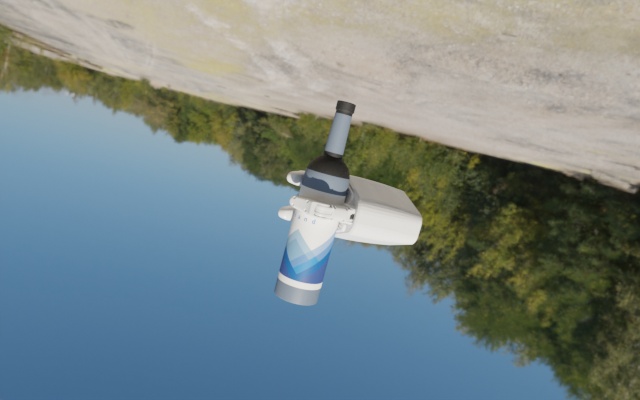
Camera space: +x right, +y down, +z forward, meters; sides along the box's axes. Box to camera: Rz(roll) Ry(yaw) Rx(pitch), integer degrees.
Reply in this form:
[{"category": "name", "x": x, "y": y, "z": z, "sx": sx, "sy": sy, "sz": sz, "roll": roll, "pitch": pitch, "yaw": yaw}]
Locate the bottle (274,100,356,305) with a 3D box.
[{"category": "bottle", "x": 0.000, "y": 0.003, "z": 0.695, "sx": 0.069, "sy": 0.296, "sz": 0.069, "roll": 15, "pitch": 7, "yaw": -2}]
